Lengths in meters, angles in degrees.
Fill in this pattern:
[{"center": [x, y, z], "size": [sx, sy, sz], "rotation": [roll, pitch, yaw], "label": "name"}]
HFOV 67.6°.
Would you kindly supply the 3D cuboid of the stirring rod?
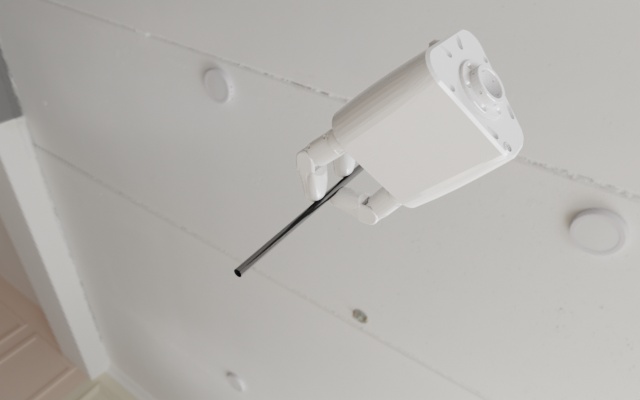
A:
[{"center": [0.000, 0.002, 0.469], "size": [0.011, 0.011, 0.239], "rotation": [0, 29, 40], "label": "stirring rod"}]
